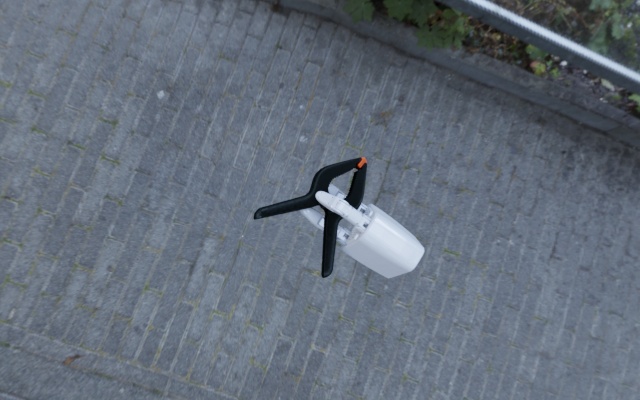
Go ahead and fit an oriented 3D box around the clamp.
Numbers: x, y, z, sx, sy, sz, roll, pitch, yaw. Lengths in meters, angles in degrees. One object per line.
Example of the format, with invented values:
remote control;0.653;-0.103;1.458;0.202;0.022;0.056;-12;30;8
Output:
clamp;0.001;0.002;0.813;0.164;0.210;0.036;35;-9;-9
